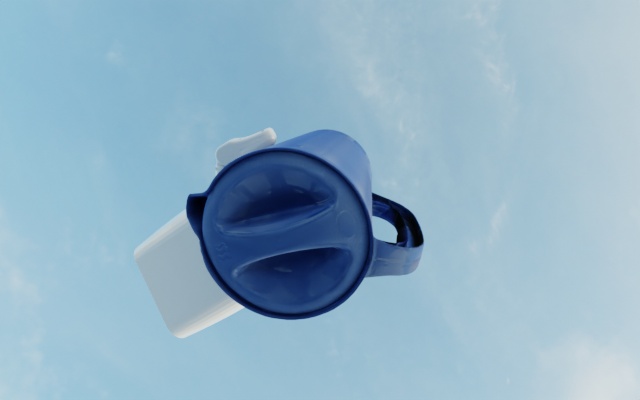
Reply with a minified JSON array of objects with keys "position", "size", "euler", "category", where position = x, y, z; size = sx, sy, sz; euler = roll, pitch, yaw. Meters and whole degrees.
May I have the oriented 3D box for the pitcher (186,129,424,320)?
[{"position":[0.000,0.002,0.456],"size":[0.145,0.149,0.242],"euler":[-32,8,16],"category":"pitcher"}]
